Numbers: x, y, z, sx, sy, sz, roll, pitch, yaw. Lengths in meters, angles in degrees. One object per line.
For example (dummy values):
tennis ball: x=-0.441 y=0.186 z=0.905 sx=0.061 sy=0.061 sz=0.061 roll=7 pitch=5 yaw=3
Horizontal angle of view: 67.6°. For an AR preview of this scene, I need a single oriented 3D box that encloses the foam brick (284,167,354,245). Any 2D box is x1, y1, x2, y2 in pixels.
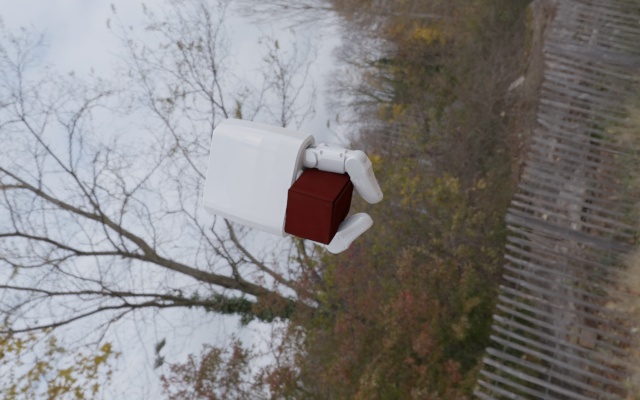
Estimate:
foam brick: x=0.000 y=0.002 z=0.508 sx=0.051 sy=0.053 sz=0.078 roll=16 pitch=30 yaw=13
